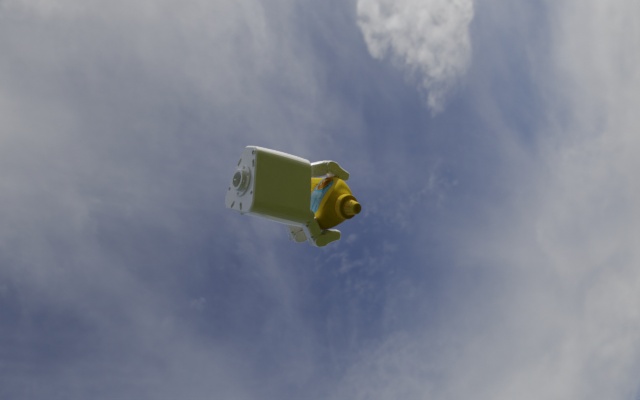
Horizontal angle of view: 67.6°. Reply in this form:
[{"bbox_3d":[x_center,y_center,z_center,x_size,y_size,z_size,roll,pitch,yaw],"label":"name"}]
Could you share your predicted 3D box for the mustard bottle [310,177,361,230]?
[{"bbox_3d":[0.000,0.003,0.831,0.058,0.096,0.191,43,-20,-33],"label":"mustard bottle"}]
